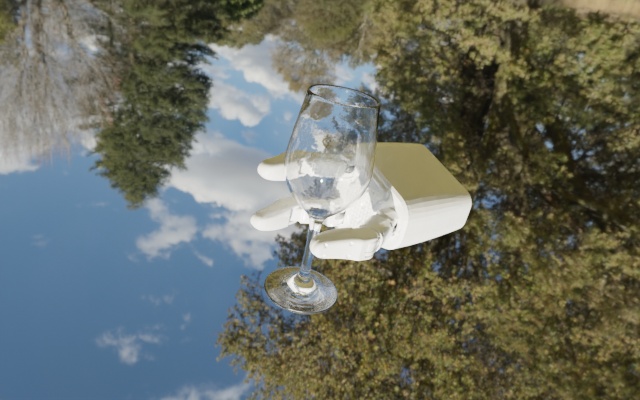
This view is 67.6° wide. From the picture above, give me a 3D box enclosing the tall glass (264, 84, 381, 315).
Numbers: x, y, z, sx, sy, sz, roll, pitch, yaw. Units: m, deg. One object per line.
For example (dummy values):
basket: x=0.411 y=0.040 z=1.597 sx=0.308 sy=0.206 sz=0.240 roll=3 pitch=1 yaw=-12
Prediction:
tall glass: x=0.000 y=0.002 z=0.433 sx=0.079 sy=0.201 sz=0.079 roll=10 pitch=26 yaw=-5
